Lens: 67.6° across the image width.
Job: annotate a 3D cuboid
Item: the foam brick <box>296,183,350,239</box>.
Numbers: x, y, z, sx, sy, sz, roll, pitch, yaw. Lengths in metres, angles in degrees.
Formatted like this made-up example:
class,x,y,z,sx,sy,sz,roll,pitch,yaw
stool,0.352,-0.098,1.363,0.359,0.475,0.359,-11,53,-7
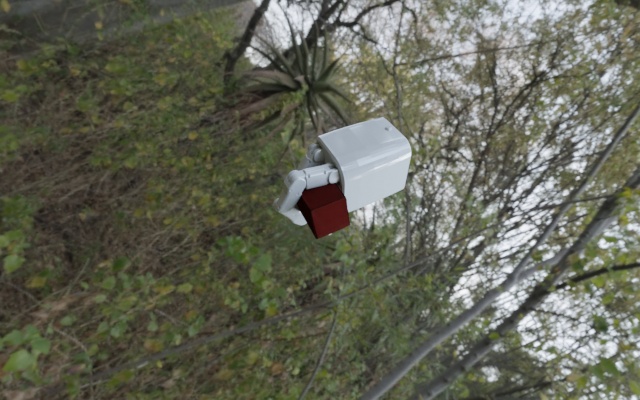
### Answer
class,x,y,z,sx,sy,sz,roll,pitch,yaw
foam brick,0.000,0.002,0.644,0.051,0.053,0.078,-20,41,-11
